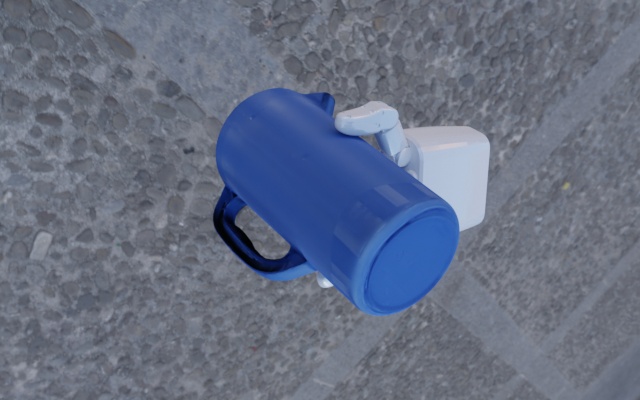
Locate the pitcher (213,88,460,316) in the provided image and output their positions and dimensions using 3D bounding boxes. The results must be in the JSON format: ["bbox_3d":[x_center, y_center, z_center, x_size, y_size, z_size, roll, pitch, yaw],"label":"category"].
[{"bbox_3d":[0.000,0.001,0.448,0.145,0.149,0.242,-10,33,-31],"label":"pitcher"}]
